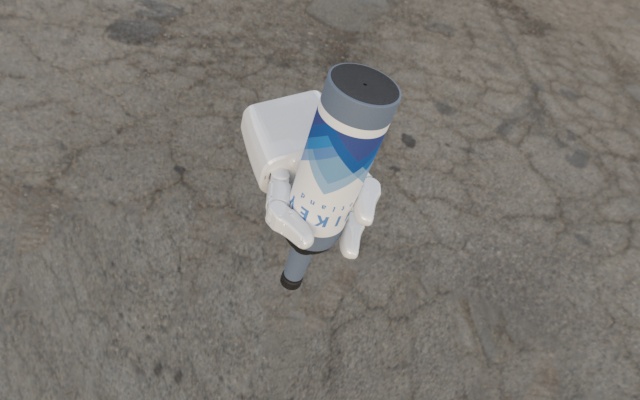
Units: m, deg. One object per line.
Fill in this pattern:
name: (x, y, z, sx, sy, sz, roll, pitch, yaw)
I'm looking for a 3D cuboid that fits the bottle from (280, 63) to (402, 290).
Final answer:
bottle: (0.000, 0.002, 0.506, 0.069, 0.069, 0.296, 0, -43, -21)
